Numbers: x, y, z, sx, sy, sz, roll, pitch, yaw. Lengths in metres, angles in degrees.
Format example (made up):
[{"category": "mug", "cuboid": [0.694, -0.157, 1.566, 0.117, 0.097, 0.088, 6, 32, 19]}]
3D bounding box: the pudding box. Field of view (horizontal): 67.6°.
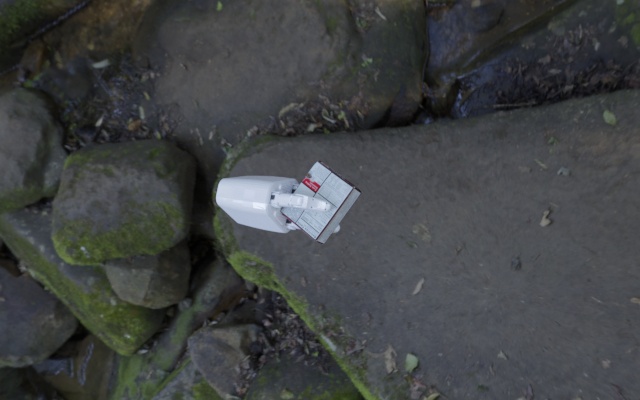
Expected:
[{"category": "pudding box", "cuboid": [0.000, 0.003, 0.800, 0.090, 0.113, 0.039, 38, 6, 26]}]
